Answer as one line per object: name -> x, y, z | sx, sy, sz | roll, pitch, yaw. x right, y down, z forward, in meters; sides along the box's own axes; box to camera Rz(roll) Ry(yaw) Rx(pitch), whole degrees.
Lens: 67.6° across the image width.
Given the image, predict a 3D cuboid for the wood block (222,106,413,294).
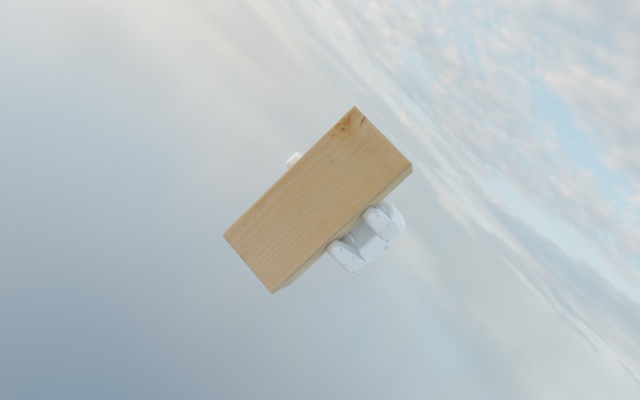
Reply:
wood block -> 0.000, 0.002, 0.556 | 0.206, 0.091, 0.090 | -44, -10, 8
